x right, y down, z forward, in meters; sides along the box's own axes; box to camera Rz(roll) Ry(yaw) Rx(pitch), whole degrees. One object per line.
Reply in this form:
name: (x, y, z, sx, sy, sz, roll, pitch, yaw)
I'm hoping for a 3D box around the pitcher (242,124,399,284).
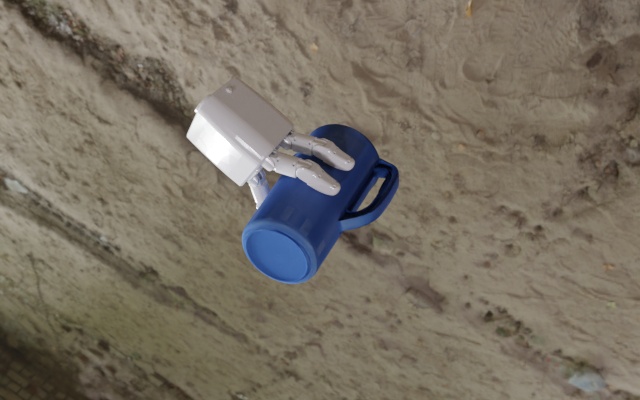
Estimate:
pitcher: (0.000, 0.002, 0.683, 0.149, 0.145, 0.242, -39, 12, 42)
